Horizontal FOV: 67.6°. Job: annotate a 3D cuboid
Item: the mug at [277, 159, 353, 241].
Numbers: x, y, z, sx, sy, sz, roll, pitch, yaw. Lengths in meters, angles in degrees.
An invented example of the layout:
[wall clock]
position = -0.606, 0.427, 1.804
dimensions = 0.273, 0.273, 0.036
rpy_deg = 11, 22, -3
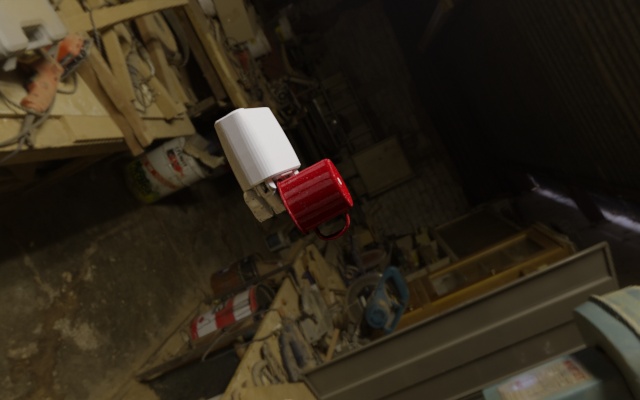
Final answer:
[mug]
position = 0.001, 0.003, 0.697
dimensions = 0.081, 0.117, 0.093
rpy_deg = -28, 3, 8
